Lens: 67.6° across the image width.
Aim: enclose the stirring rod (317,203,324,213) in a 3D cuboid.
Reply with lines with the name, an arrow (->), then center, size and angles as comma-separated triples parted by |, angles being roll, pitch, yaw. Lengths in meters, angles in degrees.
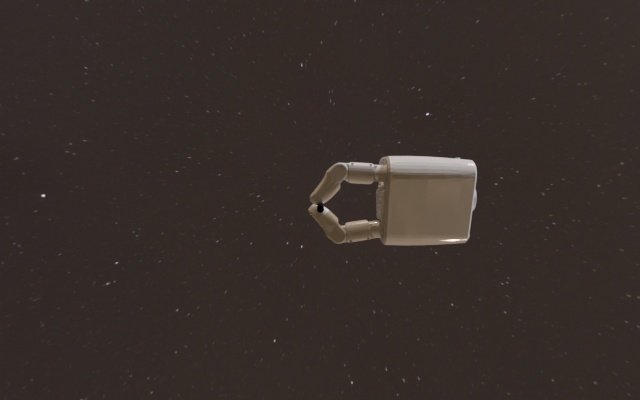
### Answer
stirring rod -> 0.000, 0.002, 0.646 | 0.011, 0.011, 0.239 | 0, 4, 0
